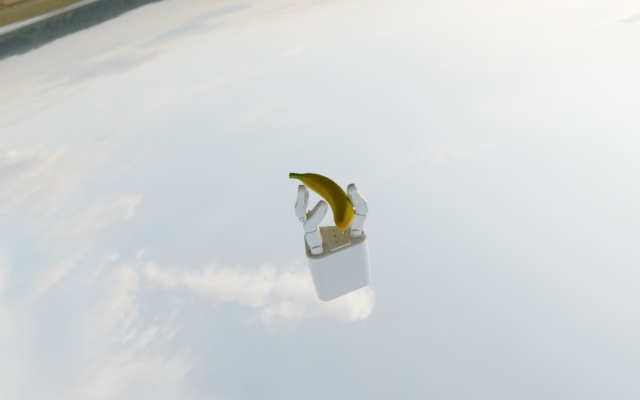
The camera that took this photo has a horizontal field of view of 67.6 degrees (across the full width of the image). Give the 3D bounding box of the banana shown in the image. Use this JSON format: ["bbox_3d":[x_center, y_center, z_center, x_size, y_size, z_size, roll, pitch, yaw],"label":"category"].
[{"bbox_3d":[0.015,-0.004,0.843,0.069,0.037,0.197,-17,34,-23],"label":"banana"}]
